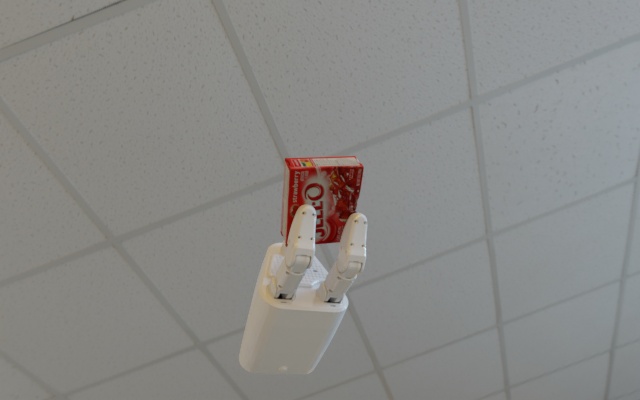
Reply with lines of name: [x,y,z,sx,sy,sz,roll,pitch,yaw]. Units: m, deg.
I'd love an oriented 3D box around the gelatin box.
gelatin box: [0.000,0.001,0.475,0.073,0.089,0.030,-3,29,-15]
